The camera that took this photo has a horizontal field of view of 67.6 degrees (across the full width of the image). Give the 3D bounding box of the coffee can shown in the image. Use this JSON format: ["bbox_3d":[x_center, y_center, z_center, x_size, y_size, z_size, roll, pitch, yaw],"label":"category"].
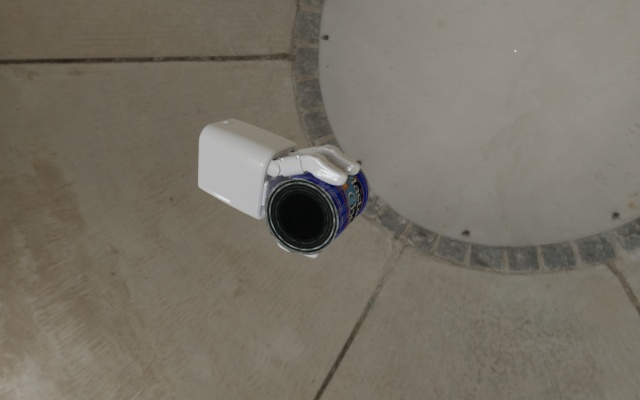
[{"bbox_3d":[0.000,0.002,0.662,0.103,0.103,0.140,0,16,22],"label":"coffee can"}]
